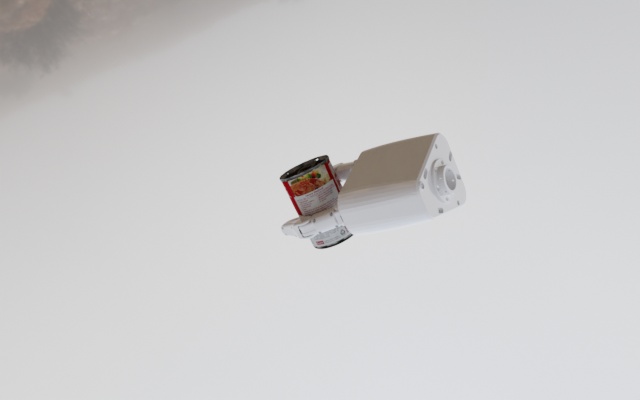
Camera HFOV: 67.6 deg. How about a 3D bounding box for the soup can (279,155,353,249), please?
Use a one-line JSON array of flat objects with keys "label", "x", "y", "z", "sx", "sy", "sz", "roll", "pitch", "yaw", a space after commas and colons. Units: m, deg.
[{"label": "soup can", "x": 0.000, "y": 0.002, "z": 0.610, "sx": 0.068, "sy": 0.102, "sz": 0.068, "roll": -24, "pitch": 14, "yaw": 7}]
